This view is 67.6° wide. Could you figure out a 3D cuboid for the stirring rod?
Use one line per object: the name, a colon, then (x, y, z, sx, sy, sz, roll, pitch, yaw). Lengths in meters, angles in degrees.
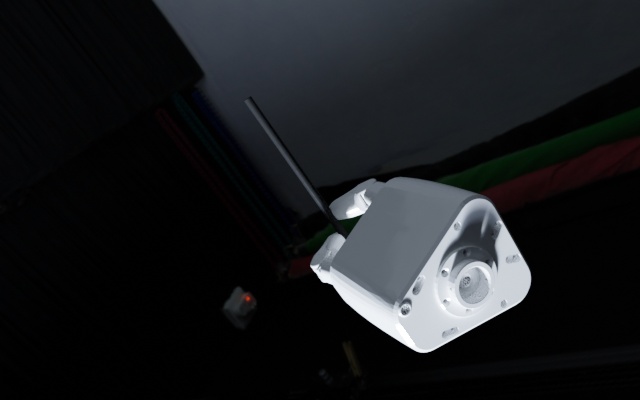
stirring rod: (0.000, 0.002, 0.468, 0.011, 0.239, 0.011, -31, 18, 12)
